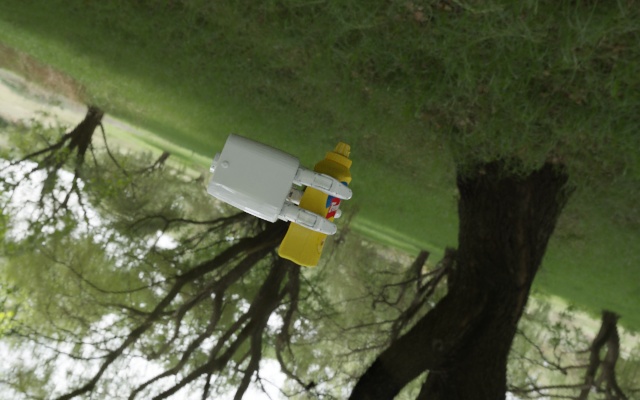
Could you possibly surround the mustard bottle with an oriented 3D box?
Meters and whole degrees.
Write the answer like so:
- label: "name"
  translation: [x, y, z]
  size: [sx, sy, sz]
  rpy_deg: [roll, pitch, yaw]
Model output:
- label: "mustard bottle"
  translation: [0.000, 0.003, 0.720]
  size: [0.058, 0.191, 0.096]
  rpy_deg: [21, -3, 17]
